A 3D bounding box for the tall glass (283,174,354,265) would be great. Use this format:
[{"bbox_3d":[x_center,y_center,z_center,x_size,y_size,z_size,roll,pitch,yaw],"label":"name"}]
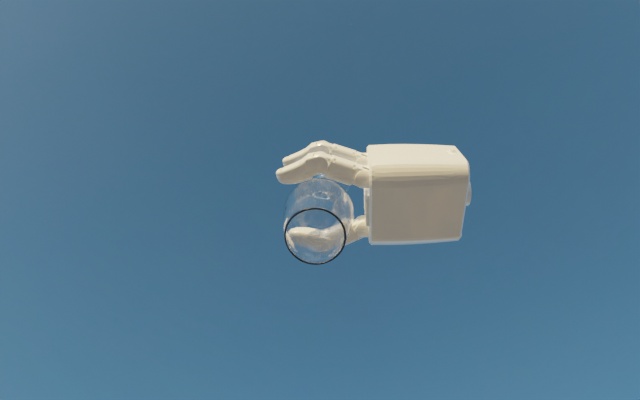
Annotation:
[{"bbox_3d":[0.000,0.002,0.562,0.079,0.079,0.201,0,20,4],"label":"tall glass"}]
